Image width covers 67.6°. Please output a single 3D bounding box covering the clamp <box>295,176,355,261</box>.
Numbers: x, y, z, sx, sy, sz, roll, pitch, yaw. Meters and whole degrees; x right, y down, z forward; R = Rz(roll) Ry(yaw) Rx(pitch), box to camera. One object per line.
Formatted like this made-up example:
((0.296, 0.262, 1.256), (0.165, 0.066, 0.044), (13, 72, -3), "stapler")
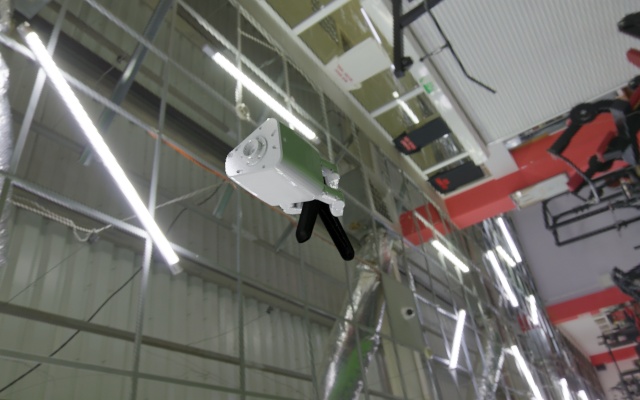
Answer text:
((-0.001, 0.002, 0.826), (0.036, 0.209, 0.165), (-23, -34, 23), "clamp")
